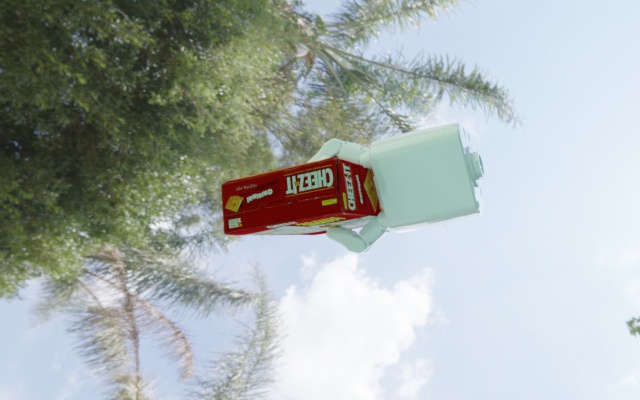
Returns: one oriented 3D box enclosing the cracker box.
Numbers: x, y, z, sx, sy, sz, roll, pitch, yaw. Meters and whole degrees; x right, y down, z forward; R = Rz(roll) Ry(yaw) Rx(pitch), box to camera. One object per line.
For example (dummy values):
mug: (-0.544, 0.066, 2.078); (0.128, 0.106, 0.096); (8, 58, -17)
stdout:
cracker box: (0.000, 0.002, 0.633); (0.164, 0.072, 0.214); (-11, -9, 27)
